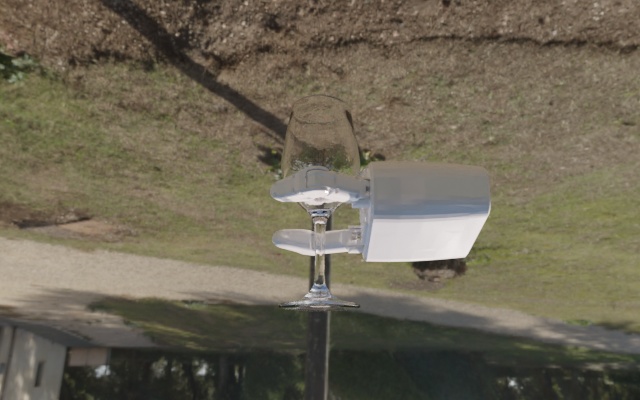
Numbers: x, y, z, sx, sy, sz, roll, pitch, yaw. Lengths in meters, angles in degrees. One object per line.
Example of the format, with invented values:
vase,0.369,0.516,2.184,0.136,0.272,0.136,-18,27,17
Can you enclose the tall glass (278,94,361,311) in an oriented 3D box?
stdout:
tall glass,0.000,0.002,0.460,0.079,0.201,0.079,0,-17,0
